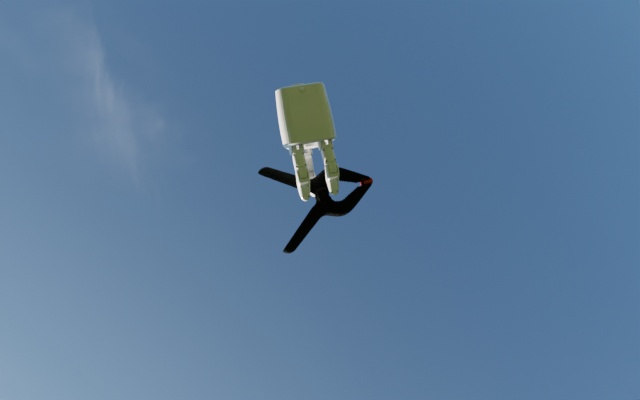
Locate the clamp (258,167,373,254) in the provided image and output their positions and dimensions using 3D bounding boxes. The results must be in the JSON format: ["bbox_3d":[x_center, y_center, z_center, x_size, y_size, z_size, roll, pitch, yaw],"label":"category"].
[{"bbox_3d":[0.000,0.003,0.898,0.210,0.164,0.036,-11,2,-12],"label":"clamp"}]
